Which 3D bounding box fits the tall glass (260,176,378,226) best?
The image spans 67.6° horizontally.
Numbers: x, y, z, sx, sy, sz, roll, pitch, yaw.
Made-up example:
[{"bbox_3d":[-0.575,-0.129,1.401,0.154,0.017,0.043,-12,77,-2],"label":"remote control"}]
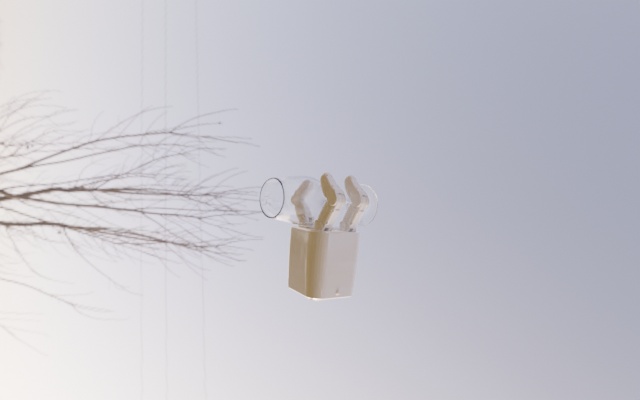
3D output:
[{"bbox_3d":[0.001,0.002,0.778,0.201,0.079,0.079,5,-4,-42],"label":"tall glass"}]
